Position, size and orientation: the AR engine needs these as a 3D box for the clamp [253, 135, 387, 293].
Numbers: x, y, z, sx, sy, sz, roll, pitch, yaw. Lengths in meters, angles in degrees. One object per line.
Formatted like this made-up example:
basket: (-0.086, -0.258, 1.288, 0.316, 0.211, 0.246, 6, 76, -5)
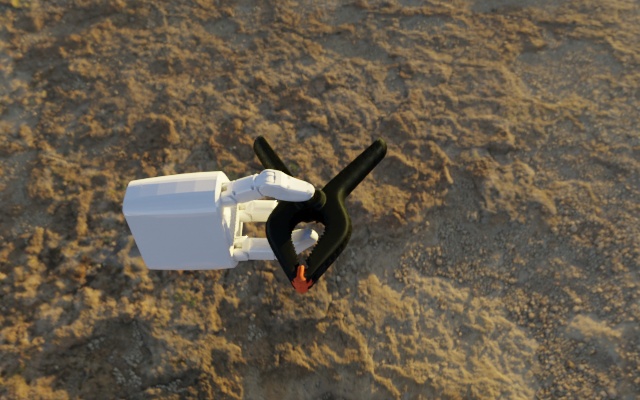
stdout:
clamp: (0.000, 0.002, 0.538, 0.164, 0.209, 0.036, -4, -36, 4)
